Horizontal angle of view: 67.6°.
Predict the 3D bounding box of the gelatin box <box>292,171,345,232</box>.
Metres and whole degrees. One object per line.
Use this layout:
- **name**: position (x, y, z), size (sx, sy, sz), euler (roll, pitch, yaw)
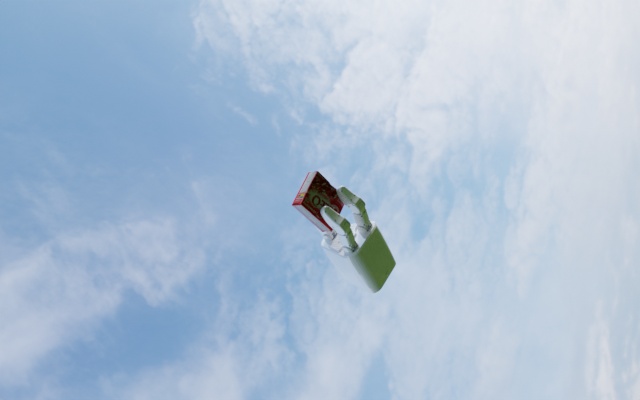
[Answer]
- **gelatin box**: position (0.000, 0.003, 0.852), size (0.030, 0.073, 0.089), euler (-5, -39, 48)
